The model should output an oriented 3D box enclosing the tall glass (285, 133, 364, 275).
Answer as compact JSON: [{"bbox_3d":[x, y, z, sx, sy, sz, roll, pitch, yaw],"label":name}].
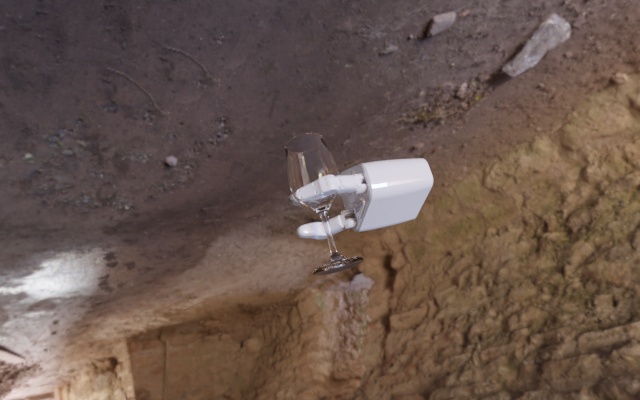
[{"bbox_3d":[0.000,0.003,0.700,0.079,0.201,0.079,-14,-19,-5],"label":"tall glass"}]
